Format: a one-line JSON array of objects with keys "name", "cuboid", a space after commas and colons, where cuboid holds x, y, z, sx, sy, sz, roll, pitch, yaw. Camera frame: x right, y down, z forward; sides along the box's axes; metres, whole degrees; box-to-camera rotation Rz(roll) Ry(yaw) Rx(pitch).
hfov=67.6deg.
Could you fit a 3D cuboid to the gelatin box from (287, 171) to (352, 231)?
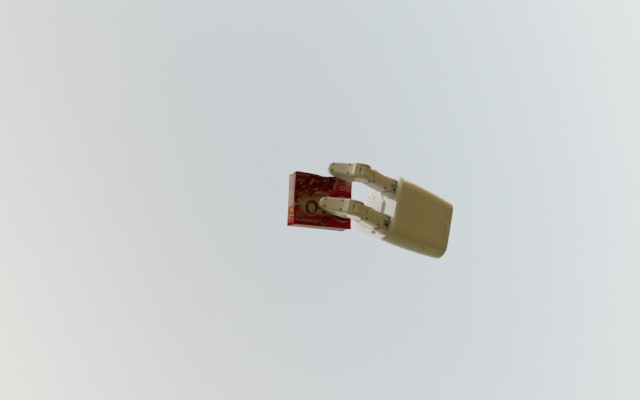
[{"name": "gelatin box", "cuboid": [0.000, 0.002, 0.663, 0.089, 0.073, 0.030, 7, -12, -23]}]
